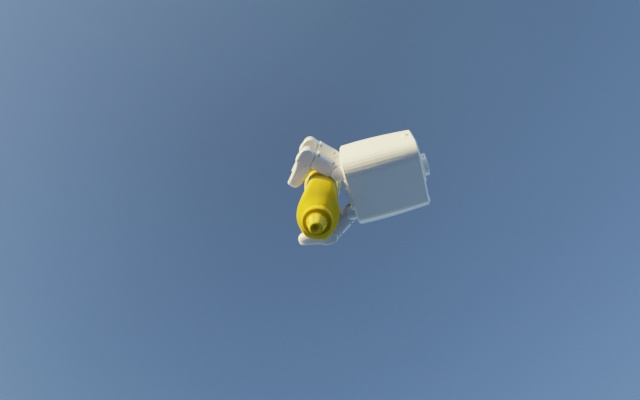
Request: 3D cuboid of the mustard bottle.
[{"bbox_3d":[0.000,0.002,0.688,0.058,0.096,0.191,8,21,0],"label":"mustard bottle"}]
